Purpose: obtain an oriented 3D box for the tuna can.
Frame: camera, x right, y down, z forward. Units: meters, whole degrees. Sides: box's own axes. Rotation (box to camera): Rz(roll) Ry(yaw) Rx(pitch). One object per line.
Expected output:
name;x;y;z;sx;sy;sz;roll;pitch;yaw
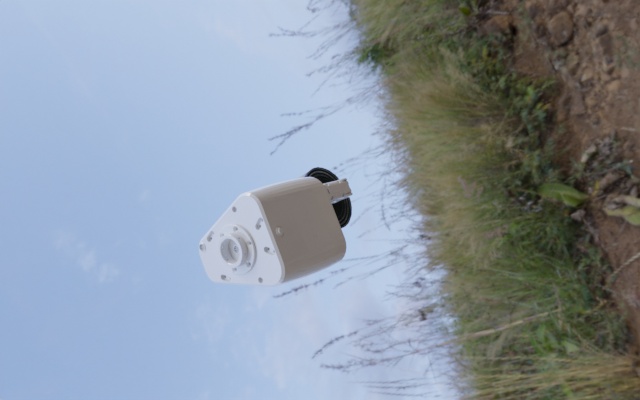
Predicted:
tuna can;0.000;0.002;0.622;0.034;0.086;0.086;-28;-18;37
